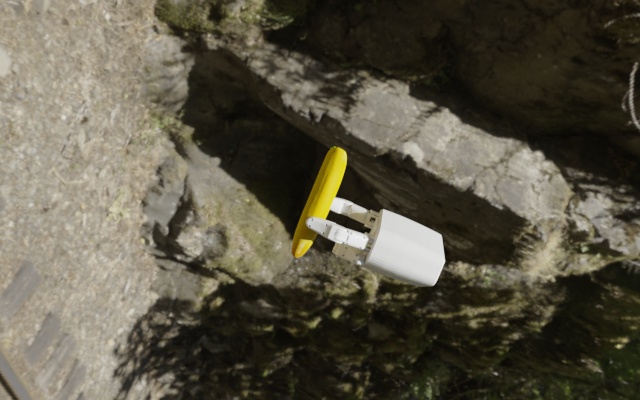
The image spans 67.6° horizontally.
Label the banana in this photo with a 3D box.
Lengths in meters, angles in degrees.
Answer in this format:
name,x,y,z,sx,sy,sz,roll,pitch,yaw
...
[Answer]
name,x,y,z,sx,sy,sz,roll,pitch,yaw
banana,0.003,-0.006,0.733,0.037,0.197,0.070,21,-18,2
